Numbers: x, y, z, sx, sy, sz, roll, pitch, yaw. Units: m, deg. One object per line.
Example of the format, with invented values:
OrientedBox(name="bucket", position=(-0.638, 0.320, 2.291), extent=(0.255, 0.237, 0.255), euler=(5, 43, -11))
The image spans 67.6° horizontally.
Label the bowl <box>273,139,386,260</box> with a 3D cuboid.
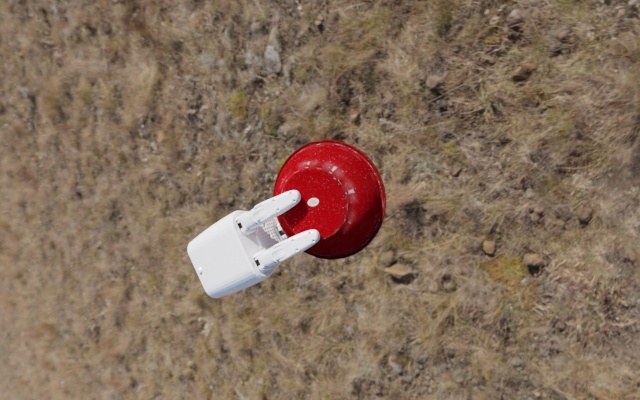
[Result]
OrientedBox(name="bowl", position=(0.001, 0.001, 0.615), extent=(0.162, 0.162, 0.055), euler=(0, 5, 21))
